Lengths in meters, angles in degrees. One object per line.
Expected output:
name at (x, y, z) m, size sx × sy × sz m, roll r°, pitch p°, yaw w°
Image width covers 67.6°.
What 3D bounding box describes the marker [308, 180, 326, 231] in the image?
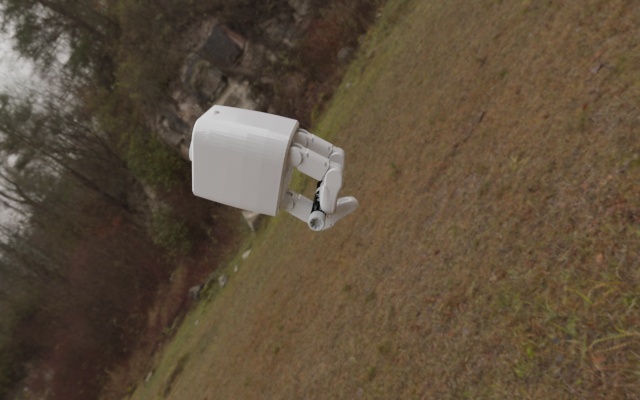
marker at (0.000, 0.002, 0.587) m, size 0.020 × 0.020 × 0.121 m, roll 0°, pitch 24°, yaw 5°
